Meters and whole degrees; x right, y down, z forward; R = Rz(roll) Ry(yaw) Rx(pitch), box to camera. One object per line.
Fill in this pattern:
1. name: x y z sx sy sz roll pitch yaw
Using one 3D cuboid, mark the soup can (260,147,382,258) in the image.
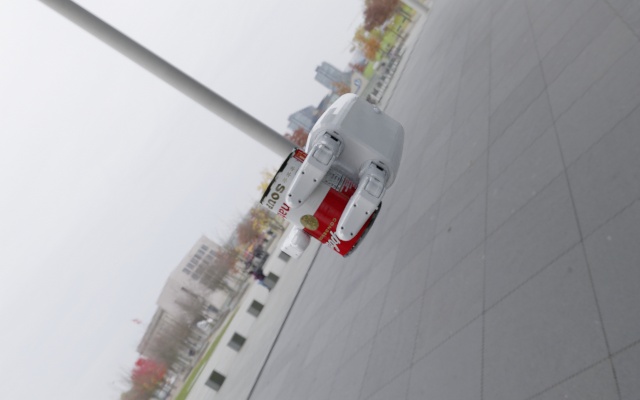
1. soup can: 0.000 0.002 0.472 0.102 0.068 0.068 33 -2 -4
